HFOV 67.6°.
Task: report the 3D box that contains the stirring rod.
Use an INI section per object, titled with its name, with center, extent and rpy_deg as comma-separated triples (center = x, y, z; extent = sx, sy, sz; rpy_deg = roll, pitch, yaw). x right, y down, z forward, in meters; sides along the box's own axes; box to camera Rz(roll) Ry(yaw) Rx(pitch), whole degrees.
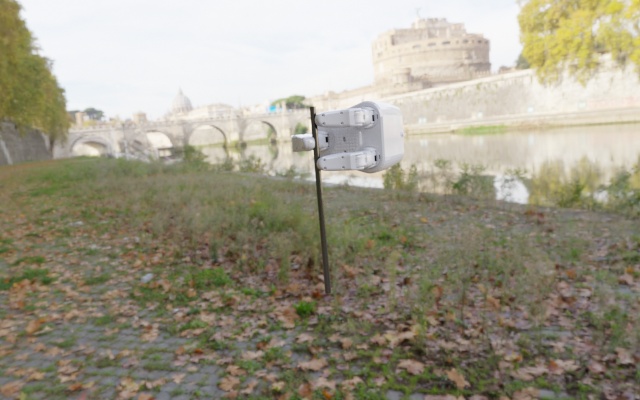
[stirring rod]
center = 0.000, 0.002, 0.610
extent = 0.011, 0.239, 0.011
rpy_deg = -5, 8, 1
